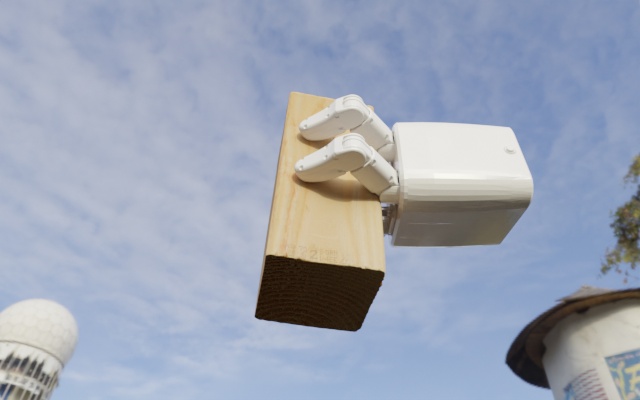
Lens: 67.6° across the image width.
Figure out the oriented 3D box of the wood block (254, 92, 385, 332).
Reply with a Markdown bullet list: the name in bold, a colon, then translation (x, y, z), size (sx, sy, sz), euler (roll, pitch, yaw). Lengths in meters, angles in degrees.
- **wood block**: translation (0.000, 0.002, 0.436), size (0.090, 0.206, 0.091), euler (9, -45, -6)
